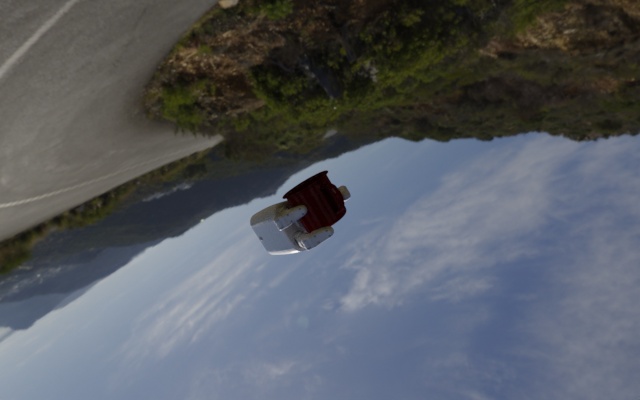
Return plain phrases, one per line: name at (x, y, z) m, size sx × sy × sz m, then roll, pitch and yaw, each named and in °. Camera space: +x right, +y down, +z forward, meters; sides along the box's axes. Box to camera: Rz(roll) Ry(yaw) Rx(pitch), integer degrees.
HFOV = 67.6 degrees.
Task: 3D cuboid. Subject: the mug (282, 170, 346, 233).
mug at (0.001, 0.003, 0.831) m, size 0.093 × 0.081 × 0.117 m, roll -39°, pitch 13°, yaw -37°
